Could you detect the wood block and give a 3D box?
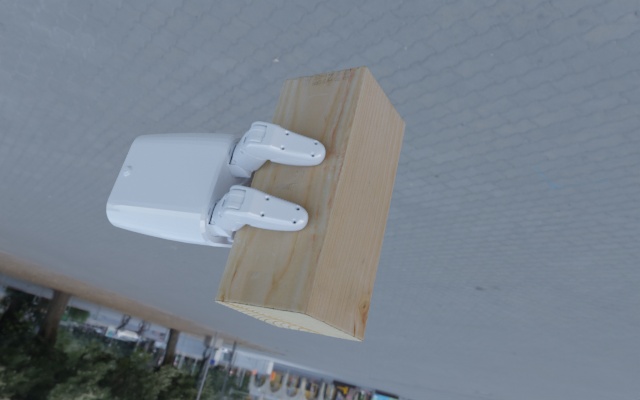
[{"bbox_3d":[0.000,0.002,0.408,0.090,0.206,0.091,0,-26,33],"label":"wood block"}]
